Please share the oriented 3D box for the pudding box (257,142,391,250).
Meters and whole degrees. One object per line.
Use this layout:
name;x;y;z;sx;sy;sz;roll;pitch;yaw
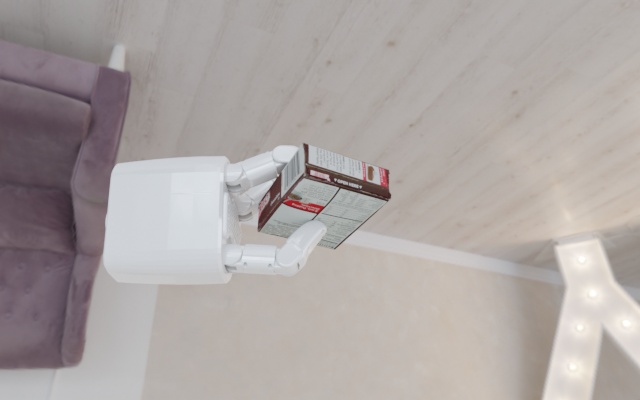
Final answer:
pudding box;0.000;0.002;0.457;0.090;0.039;0.113;14;-34;-23
